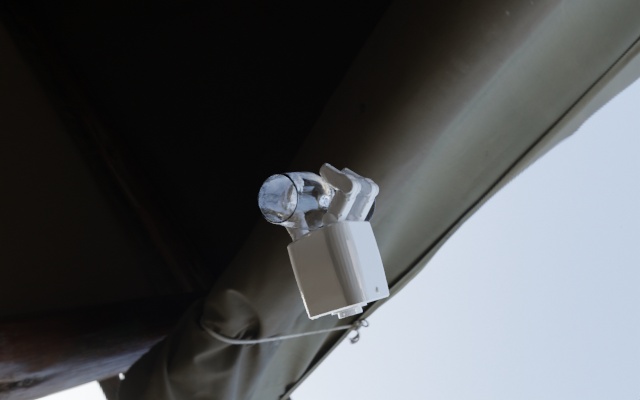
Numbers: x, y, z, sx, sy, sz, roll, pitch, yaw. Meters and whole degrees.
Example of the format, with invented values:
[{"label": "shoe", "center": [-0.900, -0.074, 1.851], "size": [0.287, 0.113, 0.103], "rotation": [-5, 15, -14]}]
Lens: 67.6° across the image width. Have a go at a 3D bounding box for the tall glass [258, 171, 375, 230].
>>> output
[{"label": "tall glass", "center": [0.000, 0.002, 0.665], "size": [0.079, 0.079, 0.201], "rotation": [0, -3, 32]}]
